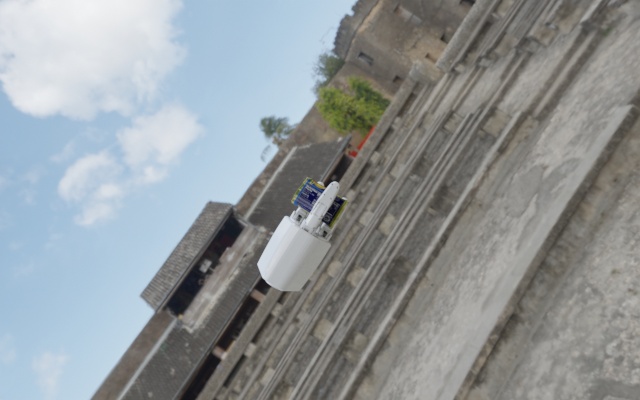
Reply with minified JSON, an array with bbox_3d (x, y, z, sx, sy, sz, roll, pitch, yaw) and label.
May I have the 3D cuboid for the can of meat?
[{"bbox_3d":[0.000,0.003,0.841,0.084,0.057,0.102,32,2,2],"label":"can of meat"}]
